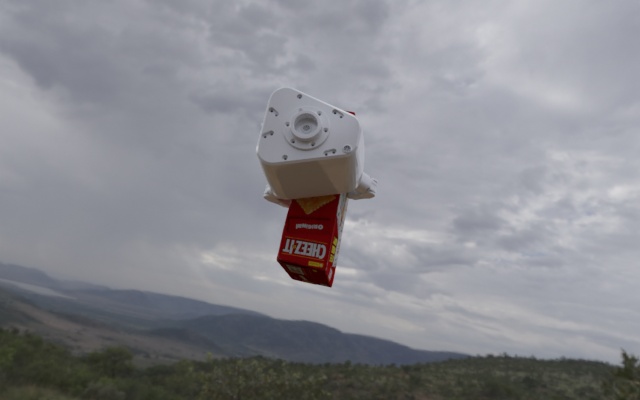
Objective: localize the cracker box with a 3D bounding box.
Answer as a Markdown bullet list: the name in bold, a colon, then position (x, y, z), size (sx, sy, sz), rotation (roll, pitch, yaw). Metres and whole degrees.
- **cracker box**: position (0.000, 0.002, 0.672), size (0.072, 0.213, 0.164), rotation (10, -16, 7)
